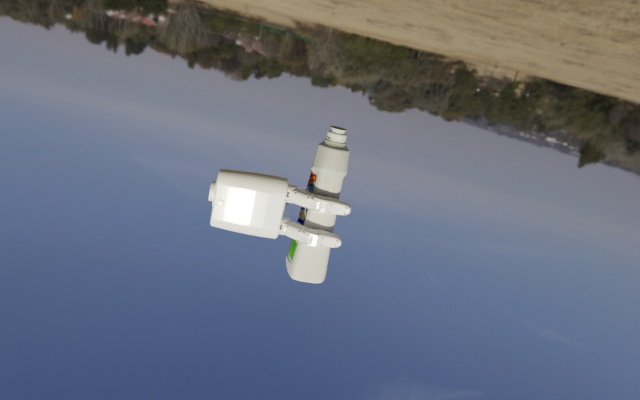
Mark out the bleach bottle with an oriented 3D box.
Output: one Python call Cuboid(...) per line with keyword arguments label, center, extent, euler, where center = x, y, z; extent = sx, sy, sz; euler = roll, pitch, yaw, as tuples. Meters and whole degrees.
Cuboid(label="bleach bottle", center=(0.000, 0.003, 0.780), extent=(0.068, 0.251, 0.102), euler=(10, 17, -10))
